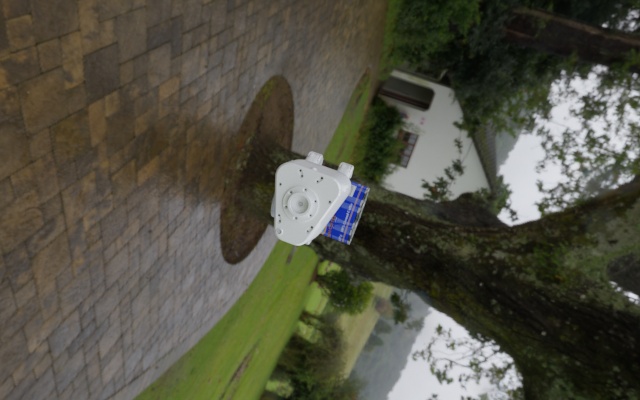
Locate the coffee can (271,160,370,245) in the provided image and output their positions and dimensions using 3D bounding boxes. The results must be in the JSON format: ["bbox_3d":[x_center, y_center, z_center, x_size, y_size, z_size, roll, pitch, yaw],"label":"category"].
[{"bbox_3d":[0.000,0.003,0.805,0.140,0.103,0.103,20,2,7],"label":"coffee can"}]
